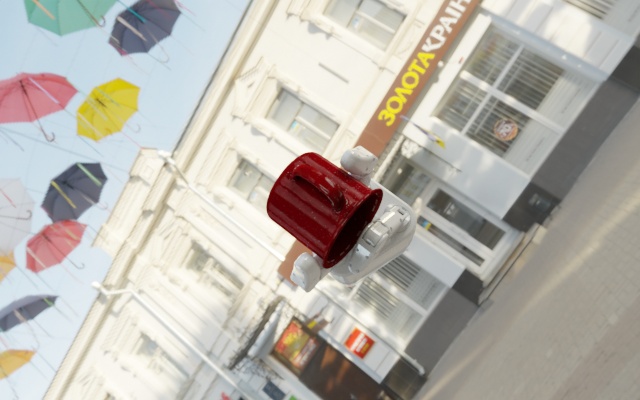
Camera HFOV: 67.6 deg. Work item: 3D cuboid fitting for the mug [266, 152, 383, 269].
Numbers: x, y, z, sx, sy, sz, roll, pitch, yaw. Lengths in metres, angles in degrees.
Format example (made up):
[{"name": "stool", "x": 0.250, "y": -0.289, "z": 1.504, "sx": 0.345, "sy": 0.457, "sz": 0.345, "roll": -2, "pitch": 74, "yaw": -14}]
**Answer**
[{"name": "mug", "x": 0.000, "y": 0.001, "z": 0.455, "sx": 0.081, "sy": 0.093, "sz": 0.117, "roll": 36, "pitch": -12, "yaw": 18}]
